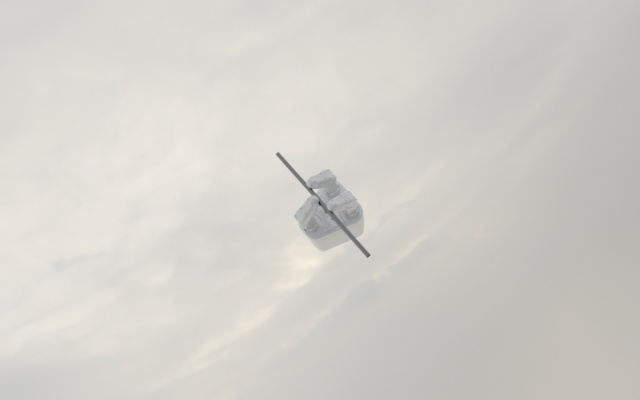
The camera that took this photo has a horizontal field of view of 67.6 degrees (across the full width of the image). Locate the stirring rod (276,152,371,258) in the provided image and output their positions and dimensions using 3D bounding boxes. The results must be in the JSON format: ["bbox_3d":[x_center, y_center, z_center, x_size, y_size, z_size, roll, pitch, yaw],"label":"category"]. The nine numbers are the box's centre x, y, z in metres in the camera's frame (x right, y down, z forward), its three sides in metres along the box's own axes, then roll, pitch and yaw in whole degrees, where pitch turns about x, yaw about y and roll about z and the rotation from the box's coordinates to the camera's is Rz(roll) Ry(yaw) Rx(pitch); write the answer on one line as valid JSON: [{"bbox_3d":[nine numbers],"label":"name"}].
[{"bbox_3d":[0.000,0.003,0.780,0.239,0.011,0.011,48,22,21],"label":"stirring rod"}]
